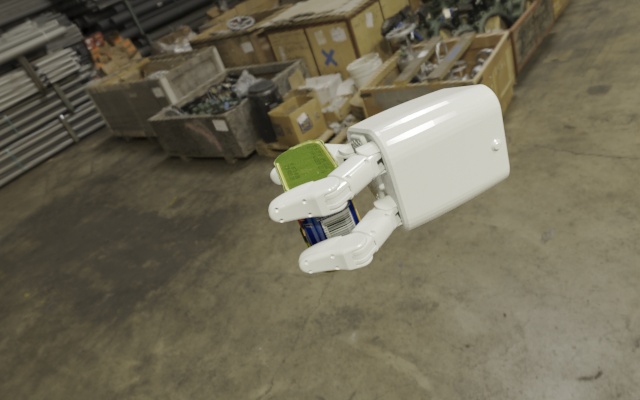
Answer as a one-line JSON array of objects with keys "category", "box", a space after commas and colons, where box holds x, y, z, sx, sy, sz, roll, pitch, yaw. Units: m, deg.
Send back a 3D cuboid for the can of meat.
[{"category": "can of meat", "box": [0.000, 0.001, 0.438, 0.057, 0.084, 0.102, -24, 30, -3]}]
